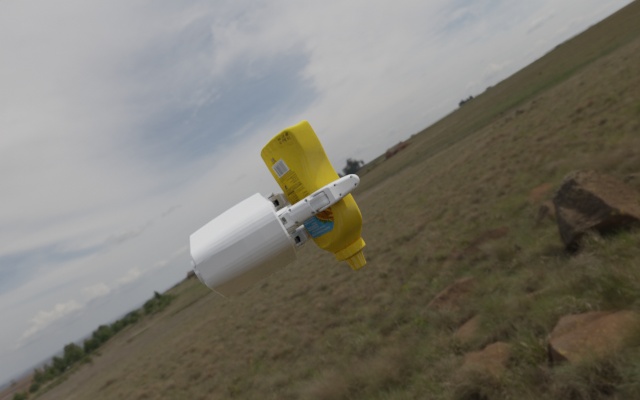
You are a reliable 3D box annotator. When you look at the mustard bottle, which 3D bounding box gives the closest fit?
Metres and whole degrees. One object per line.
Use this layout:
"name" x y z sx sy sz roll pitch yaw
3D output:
"mustard bottle" 0.000 0.002 0.596 0.058 0.191 0.096 -31 0 -33
